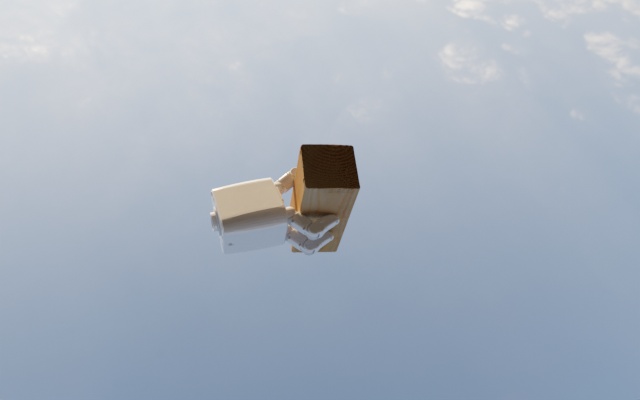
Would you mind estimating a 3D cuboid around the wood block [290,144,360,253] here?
[{"bbox_3d":[0.000,0.003,0.835,0.090,0.090,0.206,0,-34,-11],"label":"wood block"}]
